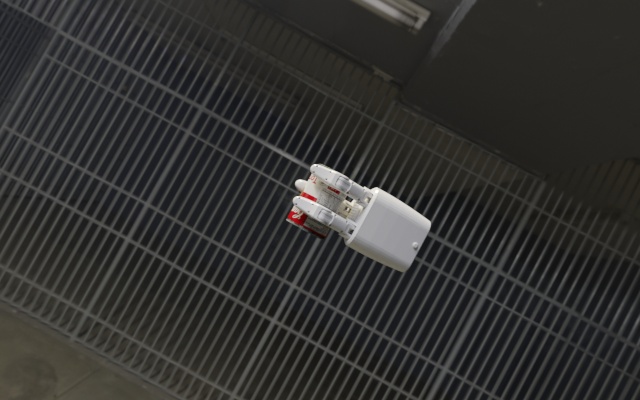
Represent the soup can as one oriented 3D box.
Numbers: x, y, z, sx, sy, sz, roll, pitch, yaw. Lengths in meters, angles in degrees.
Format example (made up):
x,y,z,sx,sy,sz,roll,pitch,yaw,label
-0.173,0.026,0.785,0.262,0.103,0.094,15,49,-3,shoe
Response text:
x,y,z,sx,sy,sz,roll,pitch,yaw,label
0.000,0.002,0.751,0.068,0.102,0.068,29,-2,1,soup can
